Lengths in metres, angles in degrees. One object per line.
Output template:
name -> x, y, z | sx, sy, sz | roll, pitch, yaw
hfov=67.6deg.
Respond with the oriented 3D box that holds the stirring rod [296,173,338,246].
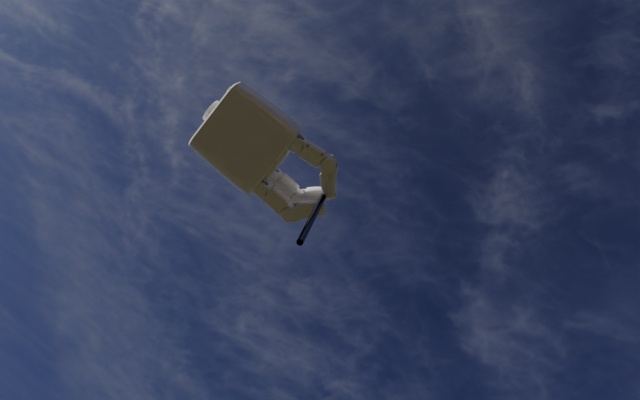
stirring rod -> 0.000, 0.002, 0.631 | 0.011, 0.011, 0.239 | 0, 21, 12
